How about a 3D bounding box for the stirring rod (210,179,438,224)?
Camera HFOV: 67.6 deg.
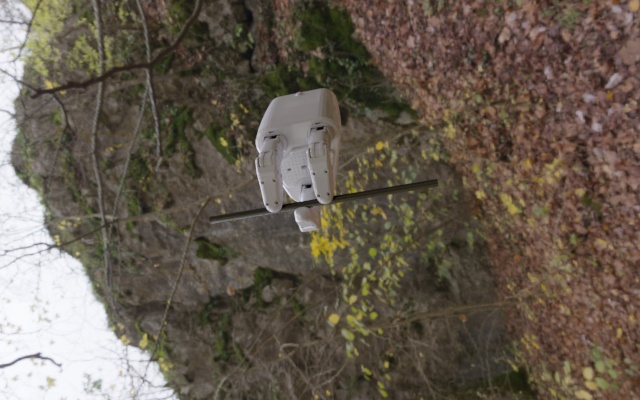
[{"bbox_3d":[0.000,0.002,0.496,0.239,0.011,0.011,-9,-1,8],"label":"stirring rod"}]
